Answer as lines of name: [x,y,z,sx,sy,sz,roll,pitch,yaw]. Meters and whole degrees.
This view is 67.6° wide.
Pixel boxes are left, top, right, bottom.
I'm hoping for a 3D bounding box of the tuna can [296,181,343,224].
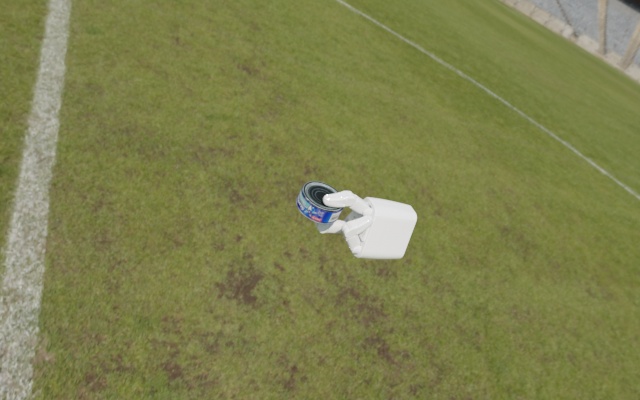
tuna can: [0.000,0.002,0.881,0.086,0.034,0.086,18,35,-13]
